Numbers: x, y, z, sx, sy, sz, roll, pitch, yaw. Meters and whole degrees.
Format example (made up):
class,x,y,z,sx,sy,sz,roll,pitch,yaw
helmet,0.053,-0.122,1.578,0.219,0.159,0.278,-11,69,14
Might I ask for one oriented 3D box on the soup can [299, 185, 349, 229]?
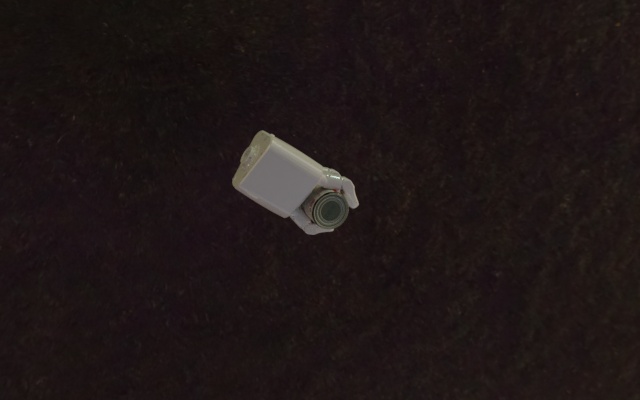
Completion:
class,x,y,z,sx,sy,sz,roll,pitch,yaw
soup can,0.001,0.003,0.845,0.068,0.068,0.102,0,18,-22
